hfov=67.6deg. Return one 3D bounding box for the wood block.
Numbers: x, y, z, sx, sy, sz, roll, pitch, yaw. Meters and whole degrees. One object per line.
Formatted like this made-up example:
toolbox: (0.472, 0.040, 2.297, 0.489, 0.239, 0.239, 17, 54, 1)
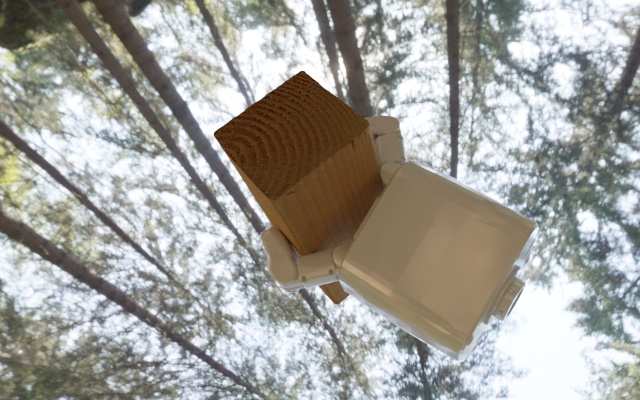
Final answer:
wood block: (0.000, 0.002, 0.430, 0.090, 0.091, 0.206, 46, -12, 33)
